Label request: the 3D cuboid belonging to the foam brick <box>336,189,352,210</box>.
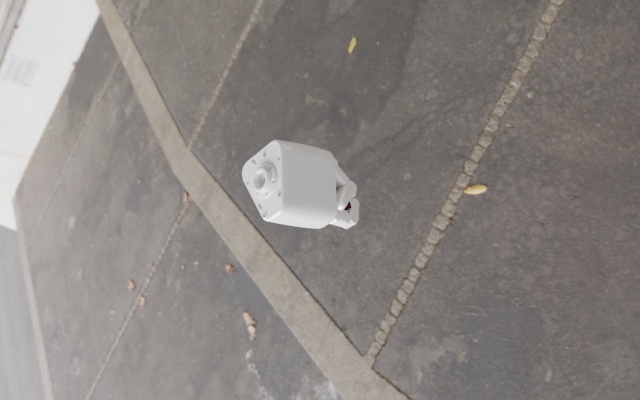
[{"bbox_3d":[0.000,0.003,0.764,0.051,0.053,0.078,9,-33,-46],"label":"foam brick"}]
